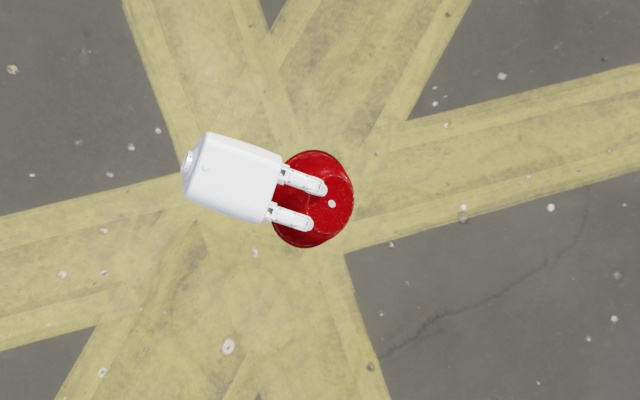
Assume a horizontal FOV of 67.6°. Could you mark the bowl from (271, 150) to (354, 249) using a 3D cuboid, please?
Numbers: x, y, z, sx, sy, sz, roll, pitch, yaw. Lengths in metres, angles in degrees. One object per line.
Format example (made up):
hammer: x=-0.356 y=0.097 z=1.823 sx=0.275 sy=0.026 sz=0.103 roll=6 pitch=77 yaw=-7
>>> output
bowl: x=0.001 y=0.003 z=0.752 sx=0.162 sy=0.162 sz=0.055 roll=0 pitch=9 yaw=-37
